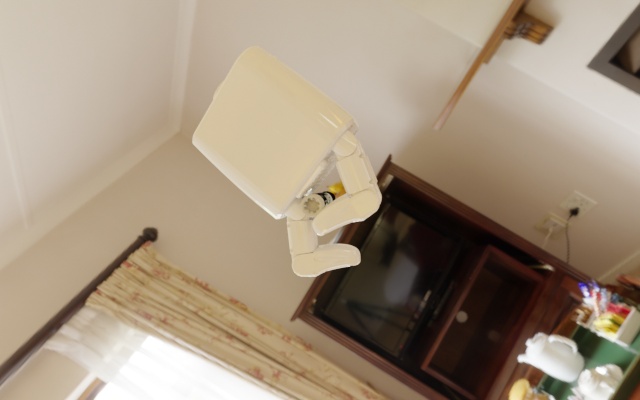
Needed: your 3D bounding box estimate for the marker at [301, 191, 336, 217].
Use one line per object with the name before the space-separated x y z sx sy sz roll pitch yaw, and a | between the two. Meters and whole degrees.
marker | 0.000 0.002 0.452 0.020 0.020 0.121 0 3 7
